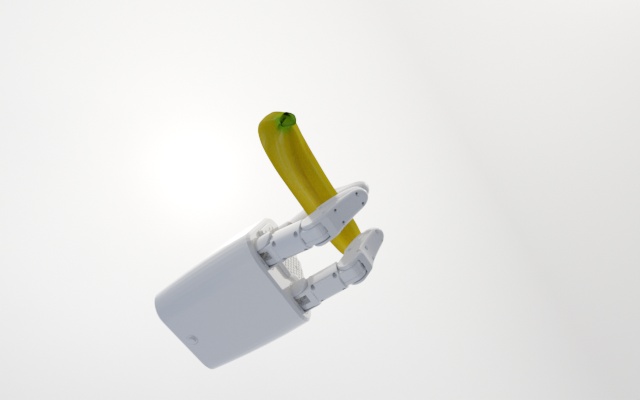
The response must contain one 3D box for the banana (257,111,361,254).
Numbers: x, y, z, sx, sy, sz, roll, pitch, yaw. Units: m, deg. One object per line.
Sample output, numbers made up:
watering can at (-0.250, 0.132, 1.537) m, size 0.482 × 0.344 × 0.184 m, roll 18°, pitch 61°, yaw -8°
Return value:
banana at (-0.008, -0.012, 0.424) m, size 0.037 × 0.198 × 0.069 m, roll -32°, pitch 44°, yaw 0°
